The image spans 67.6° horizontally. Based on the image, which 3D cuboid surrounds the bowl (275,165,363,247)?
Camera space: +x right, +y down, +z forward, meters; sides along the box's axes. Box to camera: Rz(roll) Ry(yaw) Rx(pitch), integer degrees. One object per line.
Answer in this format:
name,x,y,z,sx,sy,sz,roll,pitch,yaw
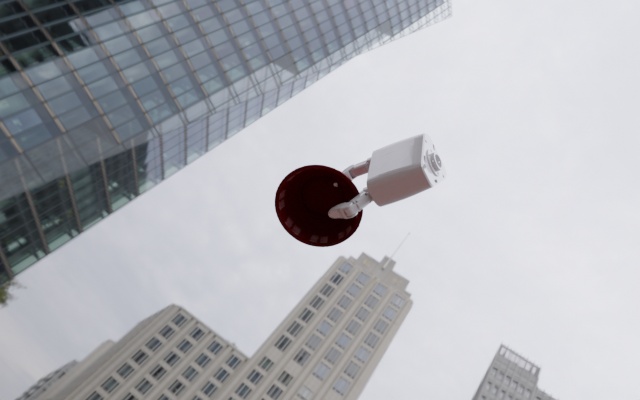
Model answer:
bowl,-0.001,0.003,0.880,0.162,0.162,0.055,0,23,10
